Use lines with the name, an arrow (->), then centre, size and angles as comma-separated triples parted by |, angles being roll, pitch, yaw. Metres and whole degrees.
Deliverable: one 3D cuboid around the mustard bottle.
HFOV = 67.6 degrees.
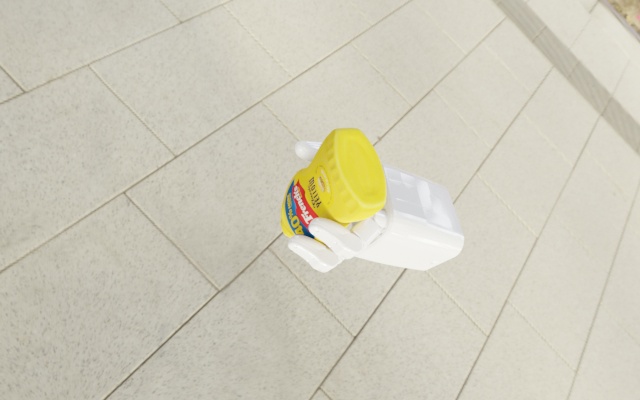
mustard bottle -> 0.000, 0.002, 0.560 | 0.058, 0.096, 0.192 | -8, -20, -31
